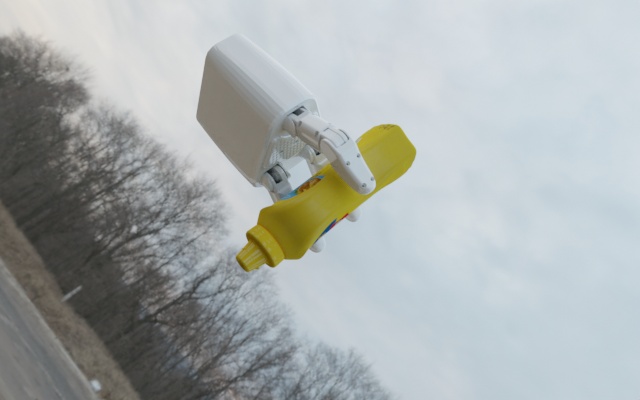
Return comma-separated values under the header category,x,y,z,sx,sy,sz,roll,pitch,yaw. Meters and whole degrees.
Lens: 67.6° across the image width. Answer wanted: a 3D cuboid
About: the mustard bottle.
category,x,y,z,sx,sy,sz,roll,pitch,yaw
mustard bottle,0.000,0.002,0.454,0.191,0.058,0.096,-37,4,-22
